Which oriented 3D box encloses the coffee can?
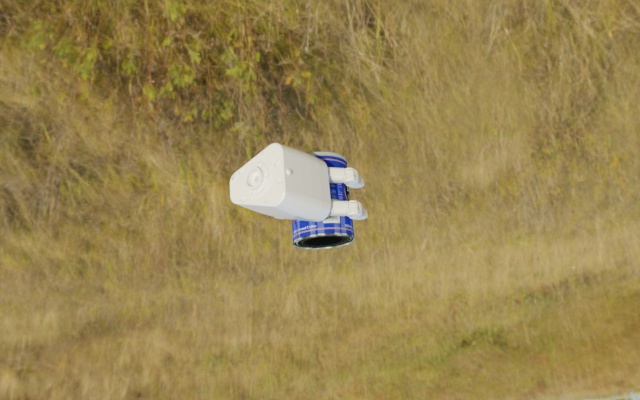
[{"bbox_3d":[0.000,0.003,0.796,0.103,0.140,0.103,-5,-17,-1],"label":"coffee can"}]
